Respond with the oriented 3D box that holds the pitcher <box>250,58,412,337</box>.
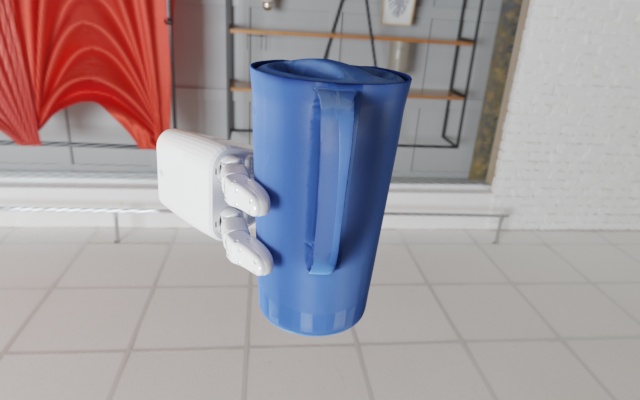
[{"bbox_3d":[0.000,0.001,0.428,0.145,0.243,0.149,21,28,36],"label":"pitcher"}]
